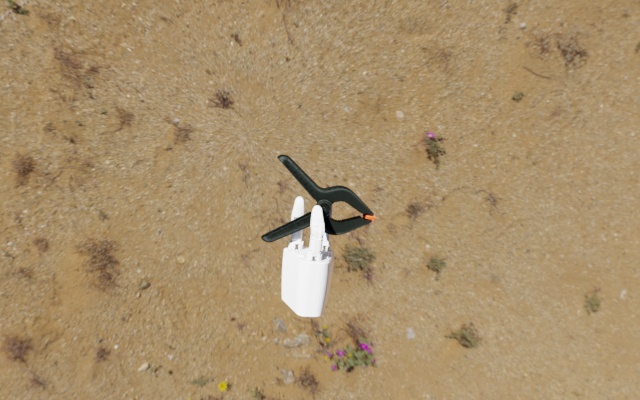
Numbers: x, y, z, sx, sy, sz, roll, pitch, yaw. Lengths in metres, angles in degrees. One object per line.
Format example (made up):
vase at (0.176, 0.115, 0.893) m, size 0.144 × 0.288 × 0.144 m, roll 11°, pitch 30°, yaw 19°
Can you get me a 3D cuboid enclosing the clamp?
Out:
clamp at (0.001, 0.003, 0.888) m, size 0.210 × 0.164 × 0.036 m, roll 4°, pitch 10°, yaw -9°
